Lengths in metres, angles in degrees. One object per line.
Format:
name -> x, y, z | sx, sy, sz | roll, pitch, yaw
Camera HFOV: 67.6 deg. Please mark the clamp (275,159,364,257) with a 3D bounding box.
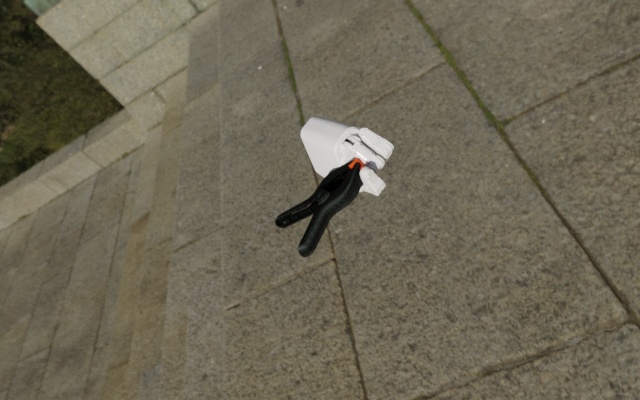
clamp -> 0.000, 0.002, 0.747 | 0.120, 0.171, 0.039 | 29, -16, 50
